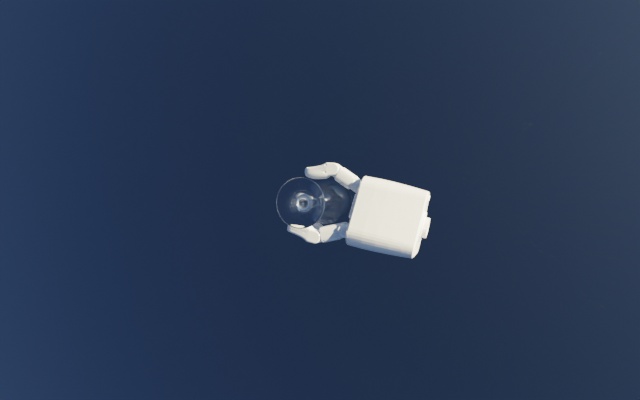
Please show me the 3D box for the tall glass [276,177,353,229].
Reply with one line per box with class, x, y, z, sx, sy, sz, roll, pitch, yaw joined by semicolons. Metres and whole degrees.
tall glass;0.000;0.002;0.783;0.079;0.079;0.201;0;1;17
